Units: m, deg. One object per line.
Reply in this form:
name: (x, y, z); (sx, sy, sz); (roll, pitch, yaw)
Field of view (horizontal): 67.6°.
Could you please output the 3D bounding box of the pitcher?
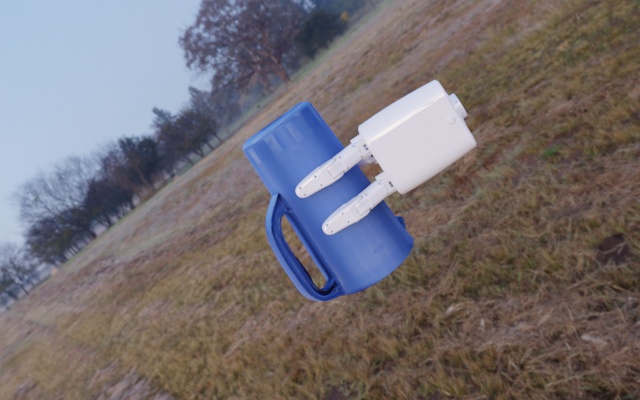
pitcher: (0.000, 0.002, 0.632); (0.145, 0.243, 0.149); (-32, 11, 17)
